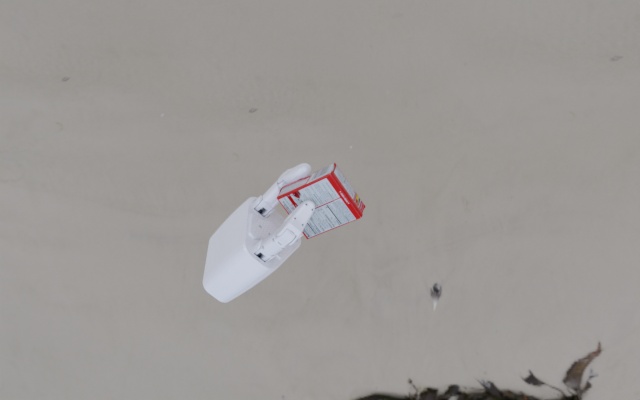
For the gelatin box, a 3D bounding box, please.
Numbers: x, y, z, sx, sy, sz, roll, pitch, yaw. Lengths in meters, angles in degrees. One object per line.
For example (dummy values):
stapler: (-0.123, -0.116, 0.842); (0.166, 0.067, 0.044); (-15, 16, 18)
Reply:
gelatin box: (0.000, 0.002, 0.606); (0.089, 0.073, 0.030); (-23, 26, 30)
